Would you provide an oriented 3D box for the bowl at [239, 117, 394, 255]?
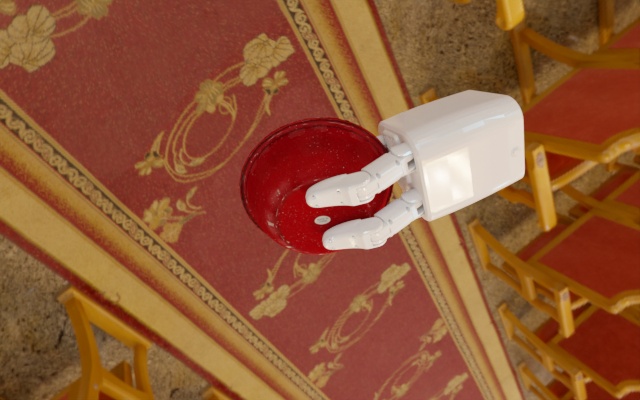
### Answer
[{"bbox_3d":[-0.001,0.002,0.476,0.162,0.162,0.055,0,36,-8],"label":"bowl"}]
